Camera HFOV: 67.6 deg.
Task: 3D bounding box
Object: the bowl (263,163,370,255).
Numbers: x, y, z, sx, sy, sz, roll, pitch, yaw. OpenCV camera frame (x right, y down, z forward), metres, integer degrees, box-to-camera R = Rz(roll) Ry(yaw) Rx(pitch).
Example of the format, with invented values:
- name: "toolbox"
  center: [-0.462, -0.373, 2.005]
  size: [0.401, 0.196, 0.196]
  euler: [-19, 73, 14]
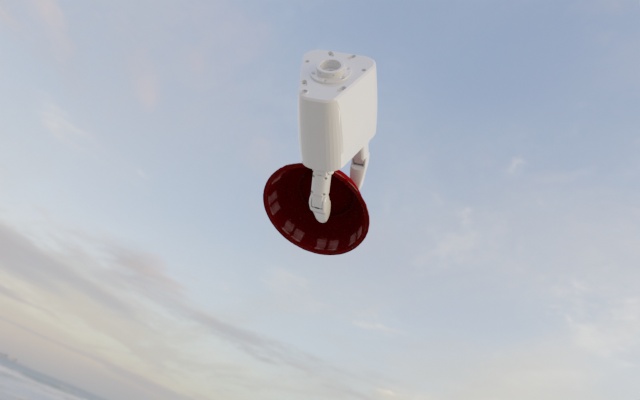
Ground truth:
- name: "bowl"
  center: [0.000, 0.003, 0.698]
  size: [0.162, 0.162, 0.055]
  euler: [0, 34, 24]
